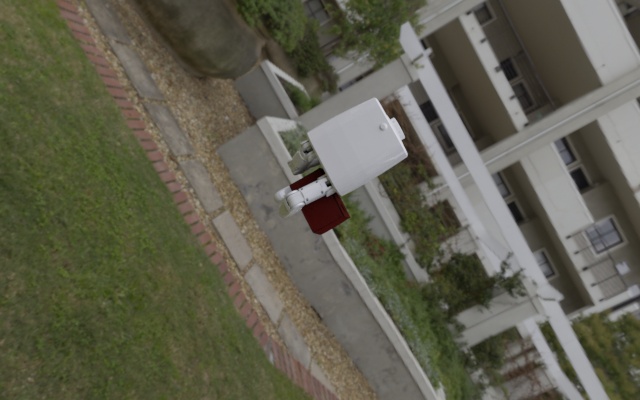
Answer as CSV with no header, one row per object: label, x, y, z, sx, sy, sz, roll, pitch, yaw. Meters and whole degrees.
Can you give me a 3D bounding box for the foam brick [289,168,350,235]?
foam brick,0.000,0.003,0.674,0.051,0.078,0.053,-28,-10,8
